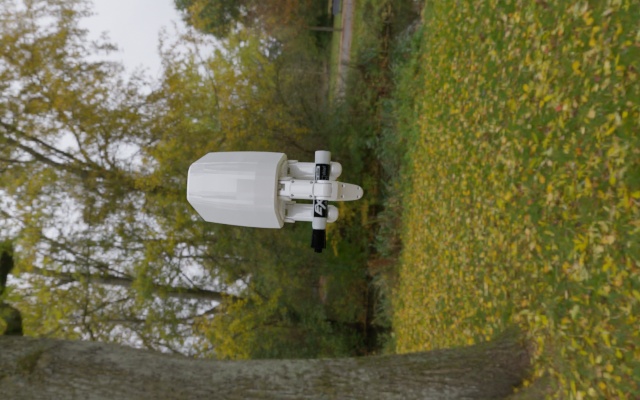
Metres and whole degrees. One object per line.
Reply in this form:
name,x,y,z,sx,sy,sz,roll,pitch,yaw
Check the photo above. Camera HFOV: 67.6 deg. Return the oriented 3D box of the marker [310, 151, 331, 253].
marker,0.000,0.002,0.570,0.020,0.121,0.020,3,-2,0
